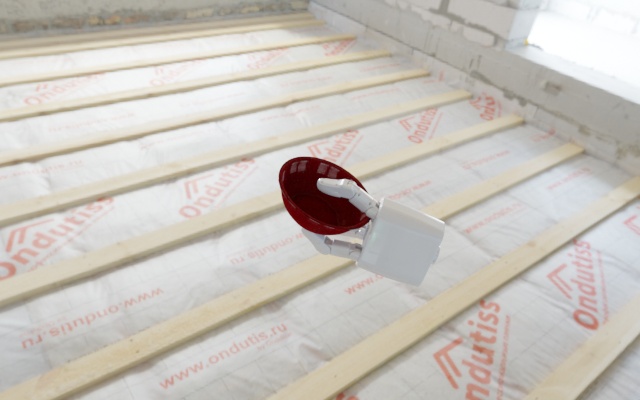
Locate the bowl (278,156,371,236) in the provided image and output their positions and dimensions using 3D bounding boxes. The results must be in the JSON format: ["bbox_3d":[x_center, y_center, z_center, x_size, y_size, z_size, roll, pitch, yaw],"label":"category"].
[{"bbox_3d":[-0.001,0.002,0.758,0.162,0.162,0.055,0,-44,-34],"label":"bowl"}]
